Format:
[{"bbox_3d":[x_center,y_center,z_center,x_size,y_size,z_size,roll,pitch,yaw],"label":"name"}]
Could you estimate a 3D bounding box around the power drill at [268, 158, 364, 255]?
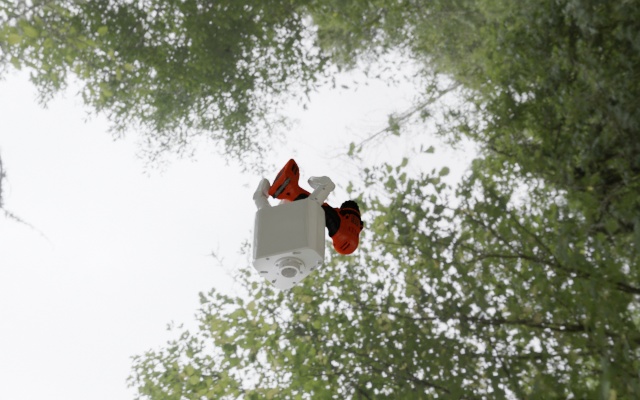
[{"bbox_3d":[0.000,0.003,0.889,0.188,0.057,0.184,37,19,-9],"label":"power drill"}]
